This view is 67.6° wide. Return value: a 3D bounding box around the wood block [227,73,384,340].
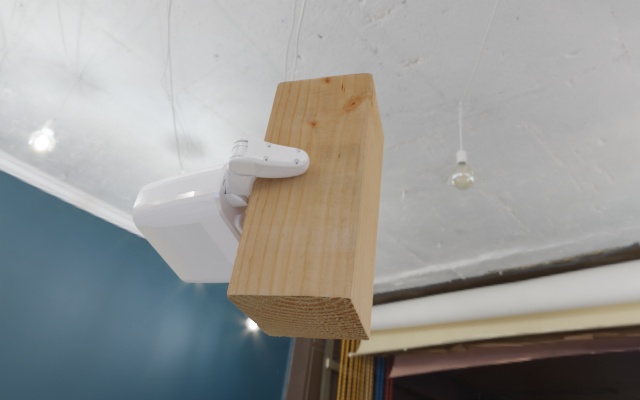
[{"bbox_3d":[0.000,0.001,0.403,0.090,0.206,0.091,-2,-33,16],"label":"wood block"}]
